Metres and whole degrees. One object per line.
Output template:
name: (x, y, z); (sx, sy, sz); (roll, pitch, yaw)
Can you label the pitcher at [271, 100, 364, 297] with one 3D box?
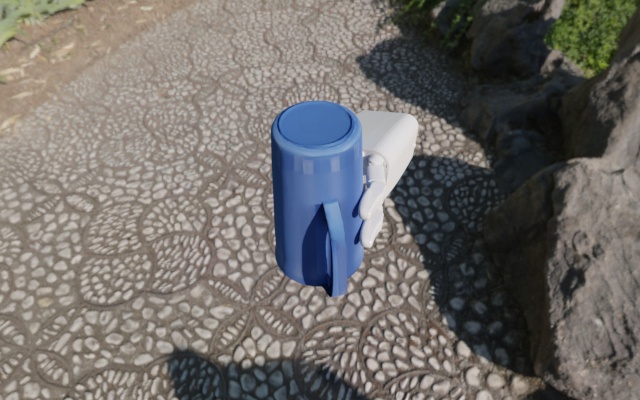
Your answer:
pitcher: (0.000, 0.002, 0.631); (0.149, 0.243, 0.145); (23, 50, 22)
